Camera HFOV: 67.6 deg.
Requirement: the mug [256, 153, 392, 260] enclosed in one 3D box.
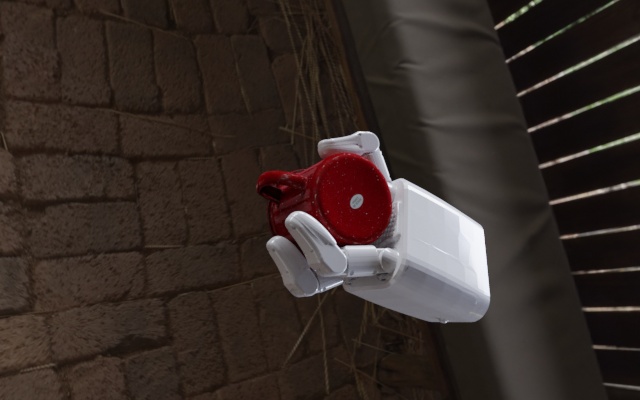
[{"bbox_3d":[-0.001,0.001,0.424,0.117,0.093,0.081,25,-23,-22],"label":"mug"}]
